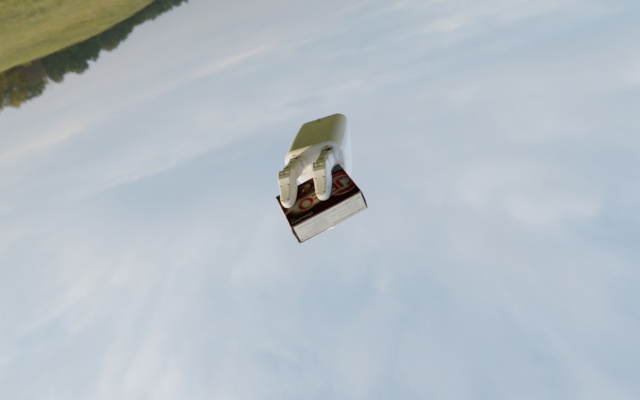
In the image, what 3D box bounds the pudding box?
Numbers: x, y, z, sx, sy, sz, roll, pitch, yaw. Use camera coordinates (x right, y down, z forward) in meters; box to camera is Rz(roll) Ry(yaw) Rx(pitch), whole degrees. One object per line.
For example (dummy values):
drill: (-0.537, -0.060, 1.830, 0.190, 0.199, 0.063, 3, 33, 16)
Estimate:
pudding box: (0.000, 0.002, 0.695, 0.113, 0.039, 0.090, -30, 34, -3)
